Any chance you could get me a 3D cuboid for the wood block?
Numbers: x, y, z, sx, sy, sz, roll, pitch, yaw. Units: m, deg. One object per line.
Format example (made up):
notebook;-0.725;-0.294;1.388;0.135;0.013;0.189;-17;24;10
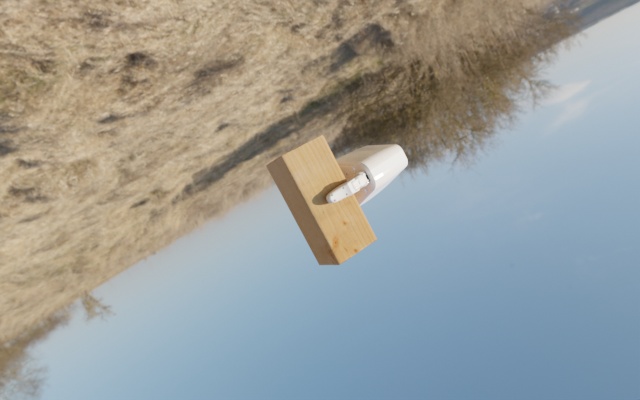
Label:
wood block;0.001;0.003;0.843;0.090;0.206;0.091;-30;5;-24
